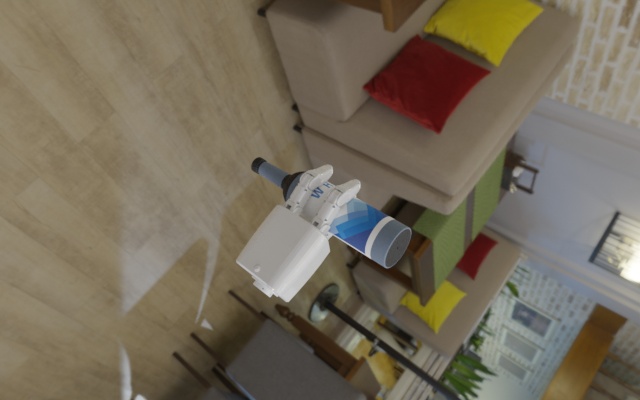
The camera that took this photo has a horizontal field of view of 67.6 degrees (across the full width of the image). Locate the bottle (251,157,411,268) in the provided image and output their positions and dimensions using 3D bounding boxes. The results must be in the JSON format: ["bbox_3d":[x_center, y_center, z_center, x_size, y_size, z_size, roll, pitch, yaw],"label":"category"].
[{"bbox_3d":[0.000,0.002,0.747,0.295,0.069,0.069,31,16,30],"label":"bottle"}]
